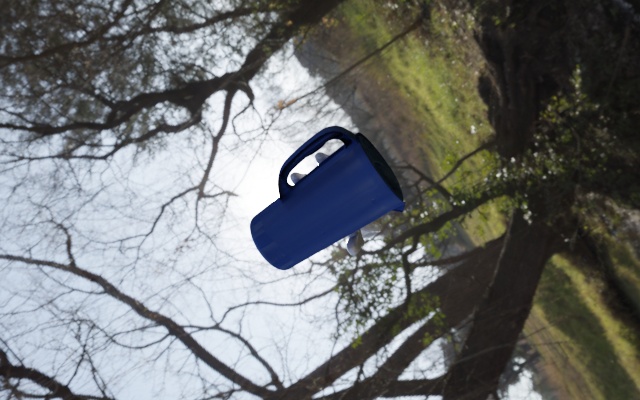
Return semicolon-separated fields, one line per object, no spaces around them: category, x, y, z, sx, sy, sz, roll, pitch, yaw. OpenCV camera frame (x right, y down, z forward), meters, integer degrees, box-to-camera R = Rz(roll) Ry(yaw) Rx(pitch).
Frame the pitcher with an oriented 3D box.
pitcher;0.000;0.003;0.770;0.243;0.149;0.145;-34;-19;16
